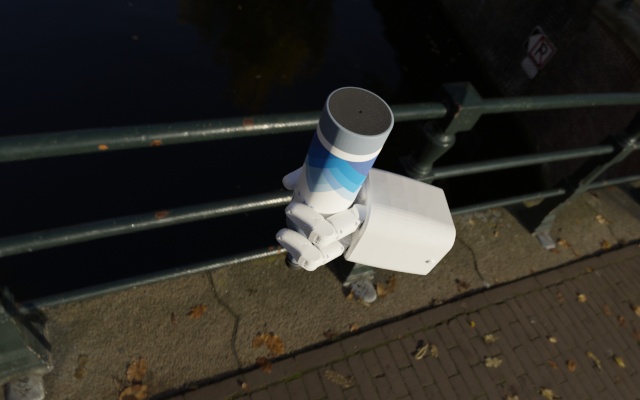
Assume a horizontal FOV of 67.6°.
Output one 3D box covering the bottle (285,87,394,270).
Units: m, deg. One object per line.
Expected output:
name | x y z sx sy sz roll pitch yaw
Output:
bottle | 0.000 0.002 0.556 0.069 0.069 0.296 0 -35 -18
